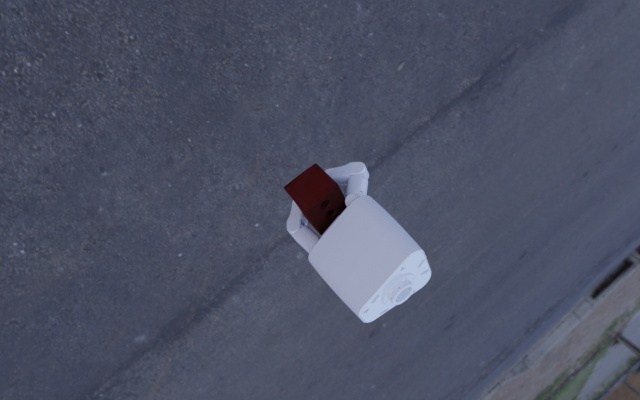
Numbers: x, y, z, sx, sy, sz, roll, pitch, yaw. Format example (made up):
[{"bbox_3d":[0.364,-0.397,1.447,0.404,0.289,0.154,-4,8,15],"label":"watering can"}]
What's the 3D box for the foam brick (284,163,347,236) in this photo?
[{"bbox_3d":[0.000,0.002,0.608,0.051,0.053,0.078,47,-6,37],"label":"foam brick"}]
